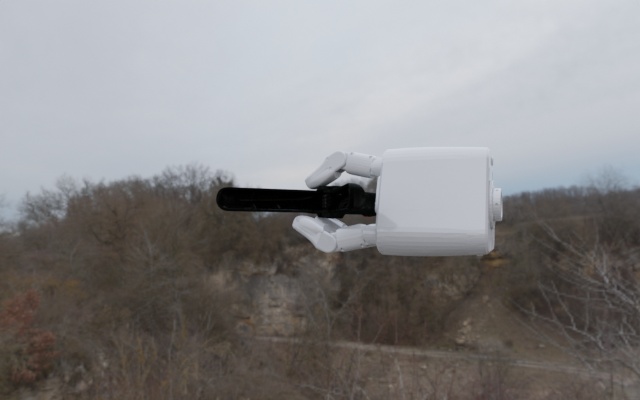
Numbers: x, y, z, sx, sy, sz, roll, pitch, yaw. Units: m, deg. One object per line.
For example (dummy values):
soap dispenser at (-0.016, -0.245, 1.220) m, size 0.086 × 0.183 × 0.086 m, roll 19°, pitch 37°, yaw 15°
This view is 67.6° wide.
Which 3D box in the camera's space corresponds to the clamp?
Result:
clamp at (0.001, 0.001, 0.534) m, size 0.164 × 0.036 × 0.210 m, roll 1°, pitch -2°, yaw 24°
